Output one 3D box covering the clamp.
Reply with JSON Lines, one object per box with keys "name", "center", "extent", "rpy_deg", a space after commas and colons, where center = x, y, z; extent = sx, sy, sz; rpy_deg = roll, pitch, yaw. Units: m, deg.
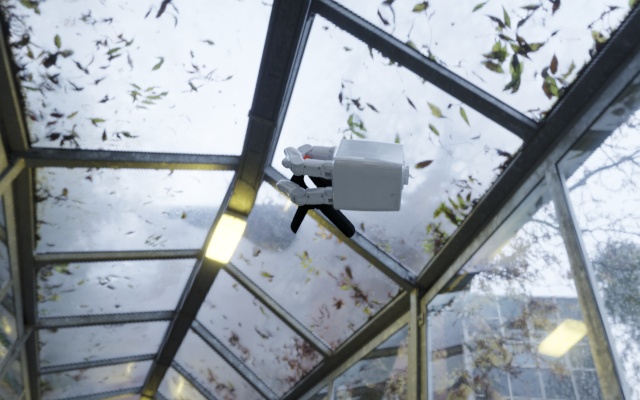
{"name": "clamp", "center": [0.000, 0.002, 0.813], "extent": [0.120, 0.172, 0.039], "rpy_deg": [5, 46, 10]}
